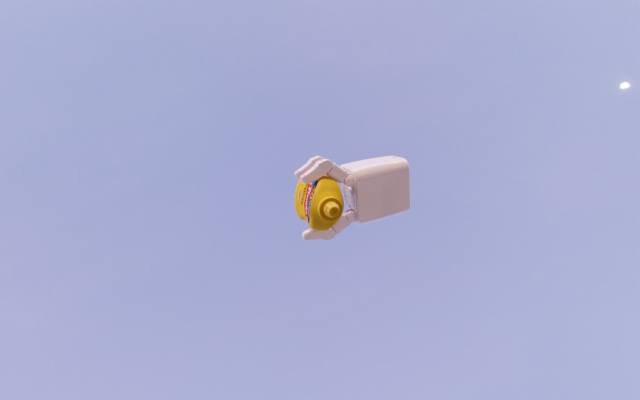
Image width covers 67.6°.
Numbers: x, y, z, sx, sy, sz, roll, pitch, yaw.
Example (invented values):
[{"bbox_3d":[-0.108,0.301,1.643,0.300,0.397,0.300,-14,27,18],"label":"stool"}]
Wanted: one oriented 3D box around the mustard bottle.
[{"bbox_3d":[0.000,0.003,0.849,0.058,0.096,0.191,12,6,-16],"label":"mustard bottle"}]
